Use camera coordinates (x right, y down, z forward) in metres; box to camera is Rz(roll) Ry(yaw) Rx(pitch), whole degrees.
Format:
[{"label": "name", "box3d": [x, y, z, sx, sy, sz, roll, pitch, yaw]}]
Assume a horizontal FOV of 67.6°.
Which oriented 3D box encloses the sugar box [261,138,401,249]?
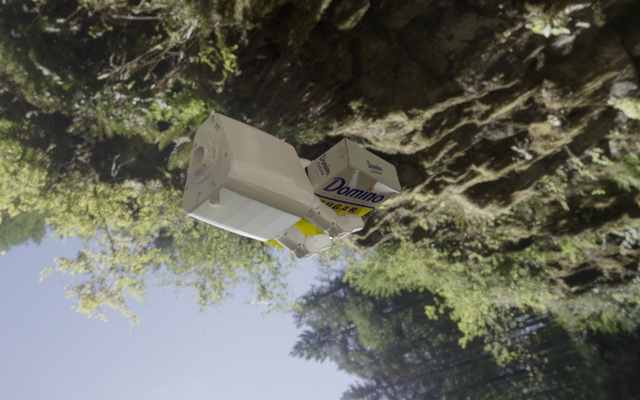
[{"label": "sugar box", "box3d": [0.000, 0.002, 0.582, 0.093, 0.048, 0.176, 23, -42, -39]}]
